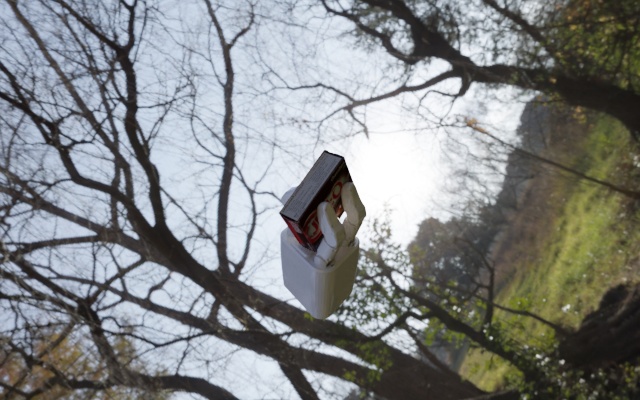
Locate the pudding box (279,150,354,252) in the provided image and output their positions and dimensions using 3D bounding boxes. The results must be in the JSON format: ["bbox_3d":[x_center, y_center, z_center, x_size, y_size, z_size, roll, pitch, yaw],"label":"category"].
[{"bbox_3d":[0.000,0.002,0.649,0.039,0.113,0.090,23,-21,27],"label":"pudding box"}]
